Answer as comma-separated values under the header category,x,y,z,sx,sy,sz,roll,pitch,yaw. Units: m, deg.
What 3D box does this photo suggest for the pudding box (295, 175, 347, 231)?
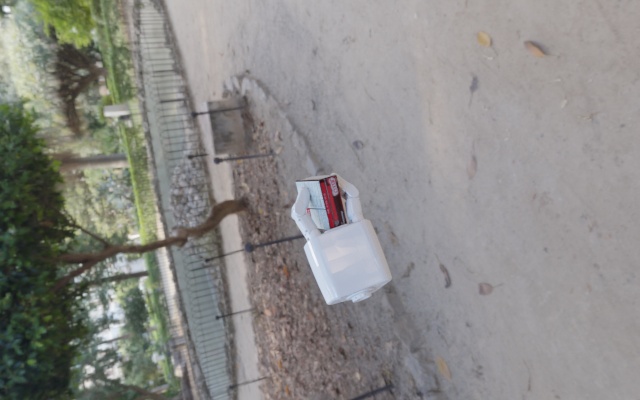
category,x,y,z,sx,sy,sz,roll,pitch,yaw
pudding box,0.000,0.003,0.833,0.039,0.090,0.113,-15,8,-24
